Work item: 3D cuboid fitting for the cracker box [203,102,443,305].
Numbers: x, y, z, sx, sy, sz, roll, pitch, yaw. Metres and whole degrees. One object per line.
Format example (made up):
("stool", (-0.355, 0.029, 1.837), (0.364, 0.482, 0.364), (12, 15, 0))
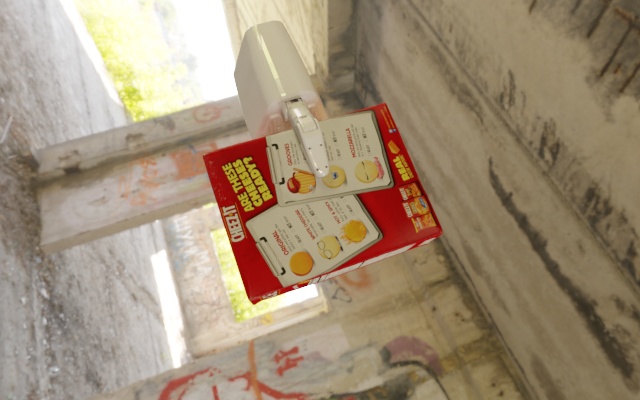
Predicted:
("cracker box", (0.000, 0.002, 0.527), (0.213, 0.164, 0.072), (-18, -16, -10))
